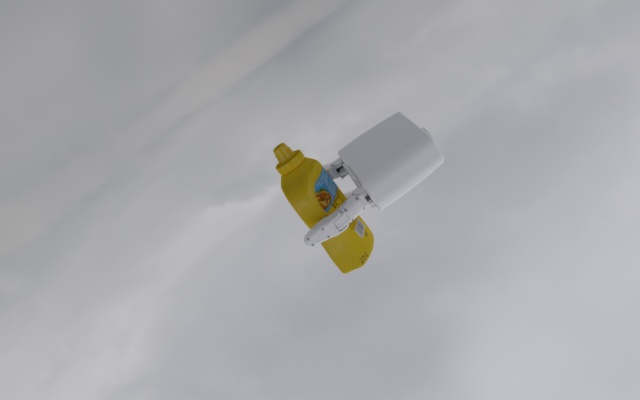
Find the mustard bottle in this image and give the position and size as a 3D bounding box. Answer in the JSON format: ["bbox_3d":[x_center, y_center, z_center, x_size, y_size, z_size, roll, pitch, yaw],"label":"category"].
[{"bbox_3d":[0.000,0.002,0.649,0.058,0.192,0.096,-27,21,26],"label":"mustard bottle"}]
